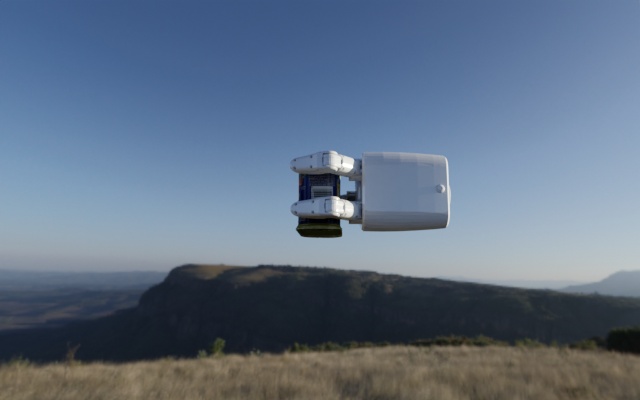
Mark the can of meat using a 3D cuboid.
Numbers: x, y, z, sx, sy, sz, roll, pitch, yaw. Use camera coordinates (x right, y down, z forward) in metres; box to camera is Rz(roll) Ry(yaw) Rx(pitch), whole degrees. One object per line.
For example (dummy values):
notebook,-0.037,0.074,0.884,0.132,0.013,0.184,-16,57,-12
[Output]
can of meat,0.000,0.002,0.624,0.057,0.084,0.102,0,-10,3
